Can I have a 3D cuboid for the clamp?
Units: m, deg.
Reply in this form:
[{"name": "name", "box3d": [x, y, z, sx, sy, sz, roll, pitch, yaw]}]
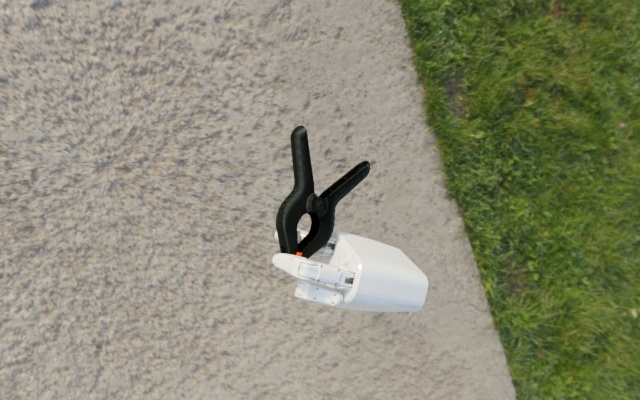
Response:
[{"name": "clamp", "box3d": [0.000, 0.002, 0.609, 0.120, 0.171, 0.039, 15, -2, -23]}]
